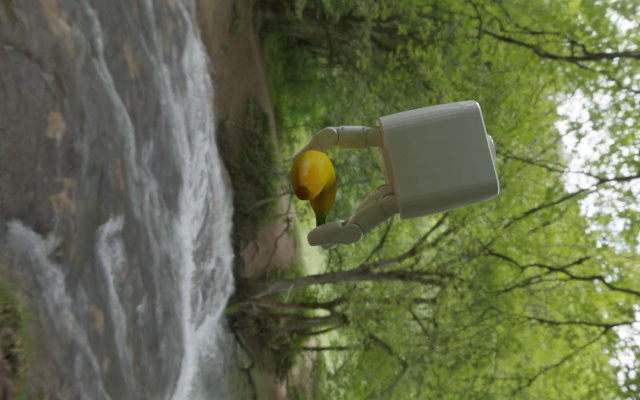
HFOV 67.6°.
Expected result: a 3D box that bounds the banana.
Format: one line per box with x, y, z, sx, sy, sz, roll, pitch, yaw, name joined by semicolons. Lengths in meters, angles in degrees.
-0.003;-0.016;0.486;0.037;0.069;0.198;-11;-13;4;banana
